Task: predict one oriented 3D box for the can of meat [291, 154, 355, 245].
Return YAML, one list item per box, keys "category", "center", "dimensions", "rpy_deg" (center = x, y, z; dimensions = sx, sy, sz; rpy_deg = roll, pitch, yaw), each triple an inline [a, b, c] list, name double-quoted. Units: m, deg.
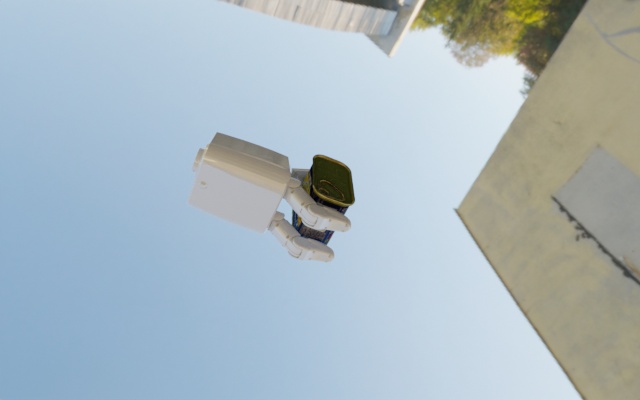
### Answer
- category: "can of meat"
  center: [0.000, 0.002, 0.635]
  dimensions: [0.057, 0.084, 0.102]
  rpy_deg: [19, 32, -15]
